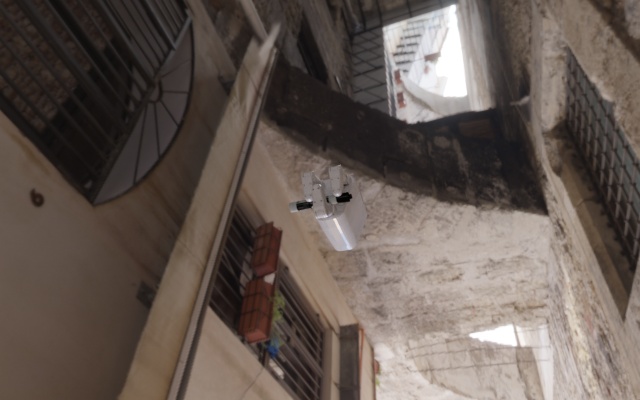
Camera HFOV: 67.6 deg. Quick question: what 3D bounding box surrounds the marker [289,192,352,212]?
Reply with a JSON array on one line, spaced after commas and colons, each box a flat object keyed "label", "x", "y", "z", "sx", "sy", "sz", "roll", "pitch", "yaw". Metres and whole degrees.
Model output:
[{"label": "marker", "x": 0.000, "y": 0.003, "z": 0.886, "sx": 0.121, "sy": 0.020, "sz": 0.020, "roll": -11, "pitch": -3, "yaw": 17}]
